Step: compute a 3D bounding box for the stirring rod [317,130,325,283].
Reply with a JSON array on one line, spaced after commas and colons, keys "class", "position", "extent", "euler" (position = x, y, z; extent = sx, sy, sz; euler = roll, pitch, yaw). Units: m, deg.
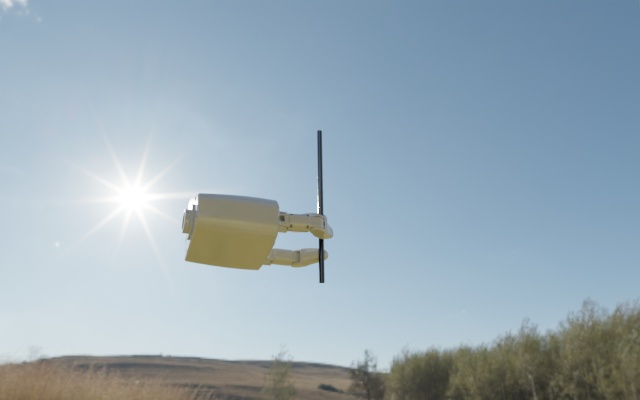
[{"class": "stirring rod", "position": [0.000, 0.002, 0.705], "extent": [0.011, 0.239, 0.011], "euler": [-1, -22, 0]}]
